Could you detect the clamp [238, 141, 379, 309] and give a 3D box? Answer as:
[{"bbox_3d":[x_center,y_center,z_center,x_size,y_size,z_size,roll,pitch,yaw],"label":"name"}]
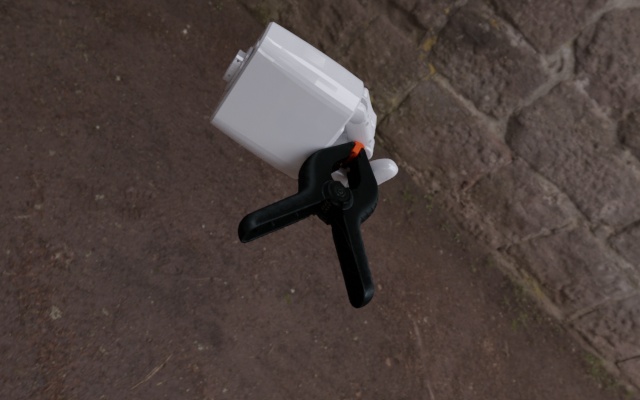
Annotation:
[{"bbox_3d":[0.000,0.001,0.422,0.120,0.171,0.039,29,-47,-17],"label":"clamp"}]
